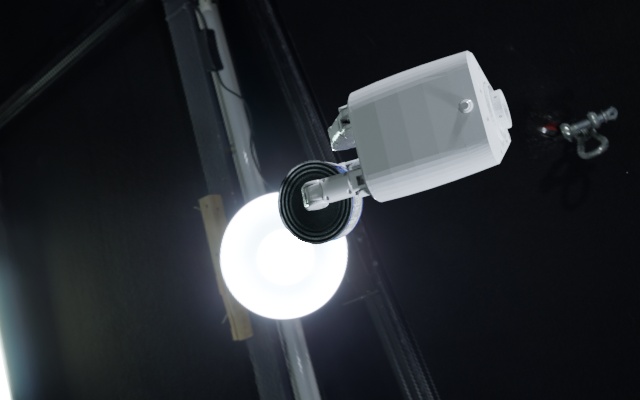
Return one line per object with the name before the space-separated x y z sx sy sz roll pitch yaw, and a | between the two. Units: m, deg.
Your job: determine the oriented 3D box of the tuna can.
tuna can | 0.000 0.002 0.498 0.086 0.086 0.034 0 2 27
